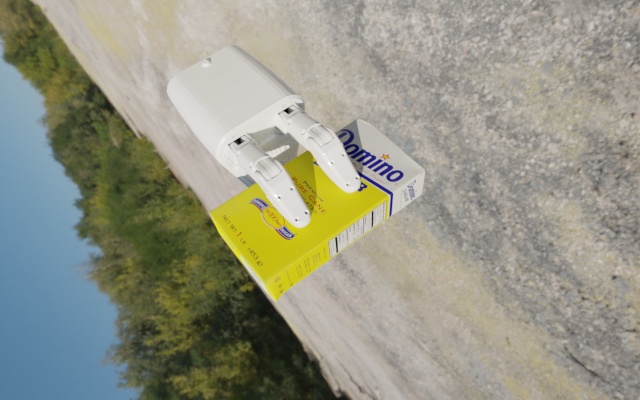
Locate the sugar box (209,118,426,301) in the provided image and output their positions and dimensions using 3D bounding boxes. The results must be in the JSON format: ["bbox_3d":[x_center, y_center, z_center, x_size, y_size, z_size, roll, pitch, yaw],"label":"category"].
[{"bbox_3d":[0.000,0.001,0.436,0.176,0.093,0.048,-36,-30,-15],"label":"sugar box"}]
